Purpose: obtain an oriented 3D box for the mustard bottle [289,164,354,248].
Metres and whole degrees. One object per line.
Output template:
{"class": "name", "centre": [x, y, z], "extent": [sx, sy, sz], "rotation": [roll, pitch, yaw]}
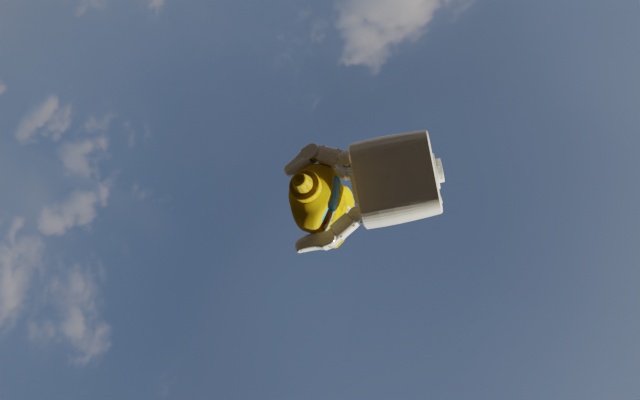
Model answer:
{"class": "mustard bottle", "centre": [0.000, 0.002, 0.671], "extent": [0.058, 0.096, 0.192], "rotation": [13, -13, 20]}
